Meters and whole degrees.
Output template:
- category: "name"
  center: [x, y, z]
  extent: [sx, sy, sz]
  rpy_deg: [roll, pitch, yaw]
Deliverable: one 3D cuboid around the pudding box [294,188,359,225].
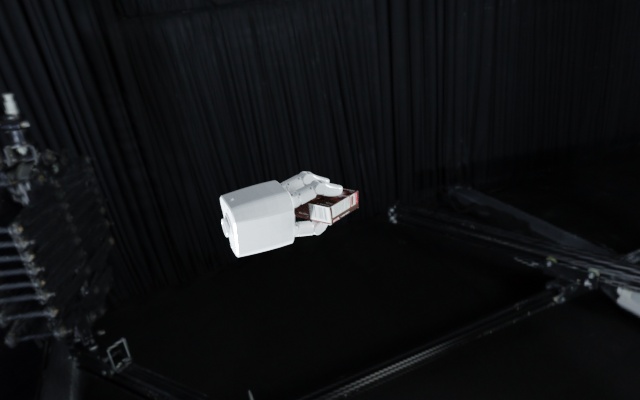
- category: "pudding box"
  center: [0.000, 0.003, 0.880]
  extent: [0.113, 0.039, 0.090]
  rpy_deg: [14, 29, 35]
